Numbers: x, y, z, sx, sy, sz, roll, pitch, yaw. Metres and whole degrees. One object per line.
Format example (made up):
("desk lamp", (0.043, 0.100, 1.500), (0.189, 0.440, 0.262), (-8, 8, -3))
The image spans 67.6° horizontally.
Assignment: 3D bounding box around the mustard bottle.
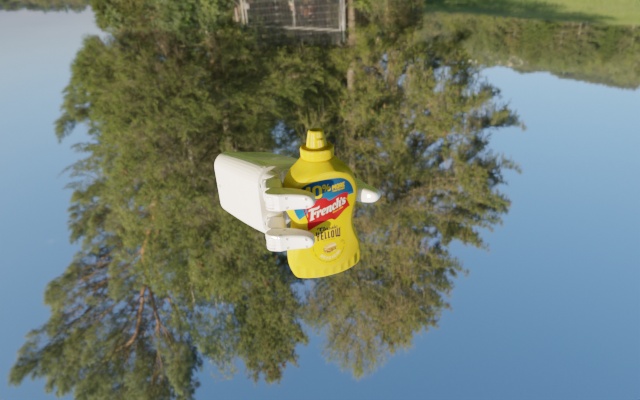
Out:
("mustard bottle", (0.000, 0.002, 0.607), (0.096, 0.192, 0.058), (-11, 26, -15))
